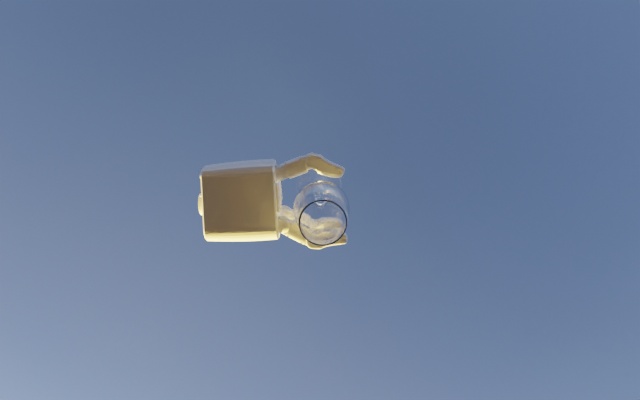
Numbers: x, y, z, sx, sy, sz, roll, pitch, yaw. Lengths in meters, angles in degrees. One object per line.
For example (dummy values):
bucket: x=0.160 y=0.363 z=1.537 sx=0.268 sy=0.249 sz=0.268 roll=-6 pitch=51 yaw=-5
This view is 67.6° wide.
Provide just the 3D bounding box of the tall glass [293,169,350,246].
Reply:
tall glass: x=0.000 y=0.002 z=0.696 sx=0.079 sy=0.079 sz=0.201 roll=0 pitch=15 yaw=-2
